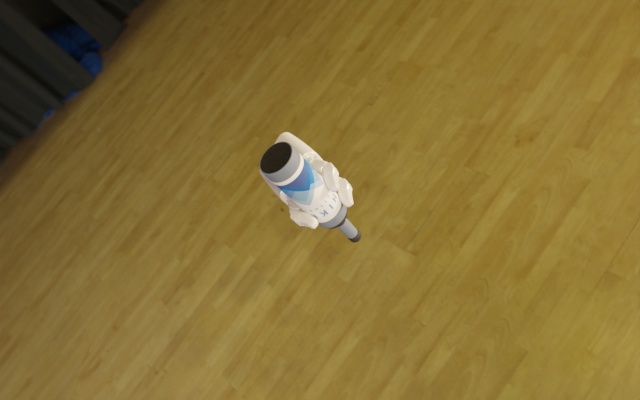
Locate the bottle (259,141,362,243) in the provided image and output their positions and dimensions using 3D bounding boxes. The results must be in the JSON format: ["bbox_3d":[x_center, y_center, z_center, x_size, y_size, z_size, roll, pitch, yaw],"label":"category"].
[{"bbox_3d":[0.000,0.003,0.885,0.069,0.069,0.296,0,-30,35],"label":"bottle"}]
